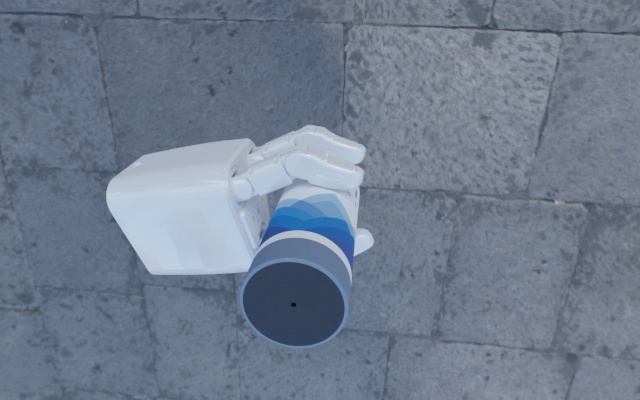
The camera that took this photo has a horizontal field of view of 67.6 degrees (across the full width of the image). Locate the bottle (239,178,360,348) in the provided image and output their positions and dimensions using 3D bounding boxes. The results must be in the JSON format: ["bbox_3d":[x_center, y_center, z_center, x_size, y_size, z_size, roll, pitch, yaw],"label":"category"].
[{"bbox_3d":[0.000,0.001,0.417,0.069,0.069,0.295,0,25,7],"label":"bottle"}]
